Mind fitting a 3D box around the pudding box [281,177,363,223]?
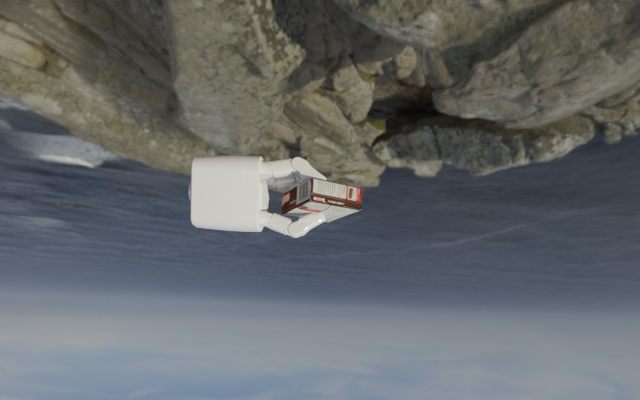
[{"bbox_3d":[0.000,0.003,0.743,0.090,0.039,0.113,10,-15,-24],"label":"pudding box"}]
